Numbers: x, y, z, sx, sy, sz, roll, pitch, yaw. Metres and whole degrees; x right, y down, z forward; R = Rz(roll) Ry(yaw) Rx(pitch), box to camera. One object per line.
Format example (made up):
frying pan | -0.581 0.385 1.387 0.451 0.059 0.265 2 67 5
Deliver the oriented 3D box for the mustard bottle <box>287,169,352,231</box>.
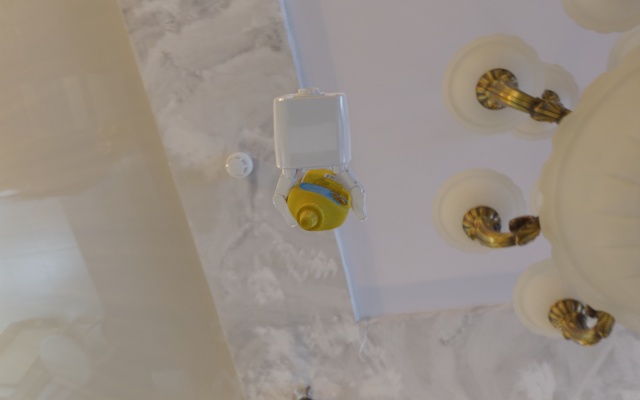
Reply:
mustard bottle | 0.000 0.003 0.755 0.096 0.058 0.191 25 21 4
